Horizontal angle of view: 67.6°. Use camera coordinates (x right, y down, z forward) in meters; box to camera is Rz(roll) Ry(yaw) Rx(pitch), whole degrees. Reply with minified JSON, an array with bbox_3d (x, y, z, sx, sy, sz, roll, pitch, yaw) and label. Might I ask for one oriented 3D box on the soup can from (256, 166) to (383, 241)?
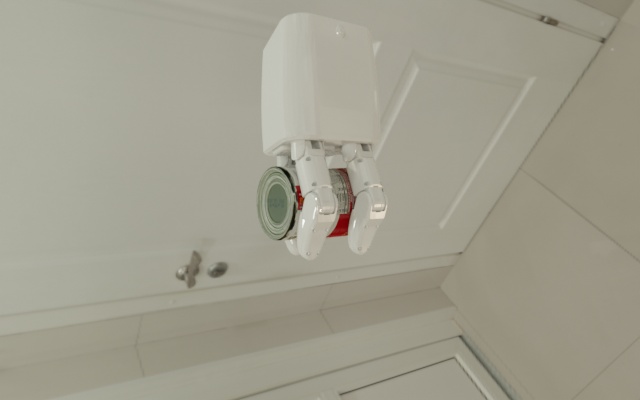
[{"bbox_3d":[0.000,0.002,0.449,0.102,0.068,0.068,-1,1,-35],"label":"soup can"}]
